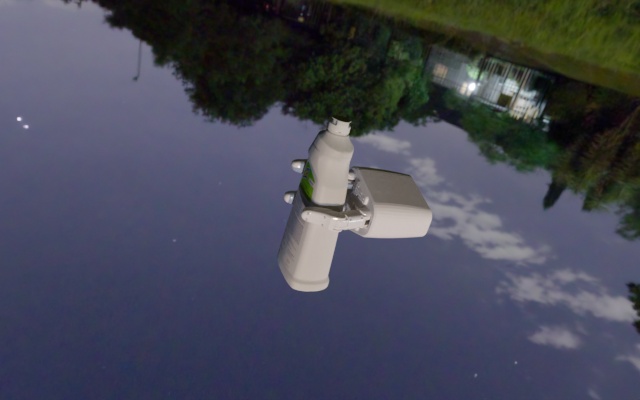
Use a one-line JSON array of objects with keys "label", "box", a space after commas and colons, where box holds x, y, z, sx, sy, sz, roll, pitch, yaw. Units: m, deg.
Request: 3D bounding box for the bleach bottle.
[{"label": "bleach bottle", "box": [0.000, 0.002, 0.696, 0.068, 0.251, 0.102, 4, 27, -26]}]
